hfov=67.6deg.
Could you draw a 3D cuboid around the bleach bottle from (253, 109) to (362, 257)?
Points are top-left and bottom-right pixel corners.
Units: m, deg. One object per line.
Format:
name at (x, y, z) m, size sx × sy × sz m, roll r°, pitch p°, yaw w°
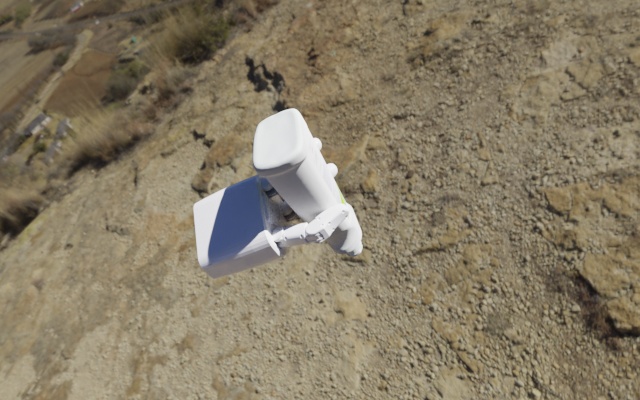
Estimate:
bleach bottle at (0.000, 0.002, 0.639) m, size 0.068 × 0.102 × 0.251 m, roll -21°, pitch -47°, yaw 14°
